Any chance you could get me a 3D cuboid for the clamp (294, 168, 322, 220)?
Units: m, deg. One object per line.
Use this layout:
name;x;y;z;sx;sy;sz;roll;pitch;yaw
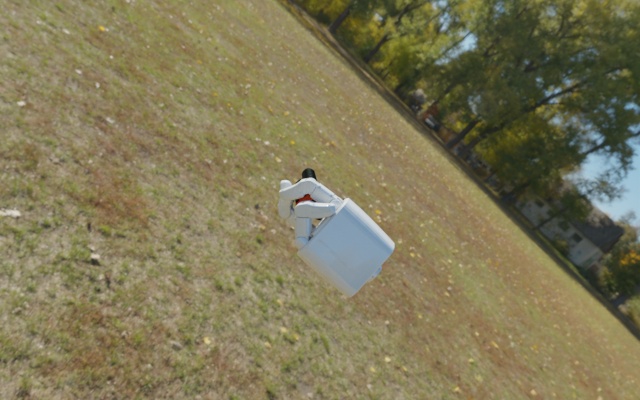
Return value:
clamp;0.000;0.002;0.820;0.120;0.039;0.171;43;16;-2
